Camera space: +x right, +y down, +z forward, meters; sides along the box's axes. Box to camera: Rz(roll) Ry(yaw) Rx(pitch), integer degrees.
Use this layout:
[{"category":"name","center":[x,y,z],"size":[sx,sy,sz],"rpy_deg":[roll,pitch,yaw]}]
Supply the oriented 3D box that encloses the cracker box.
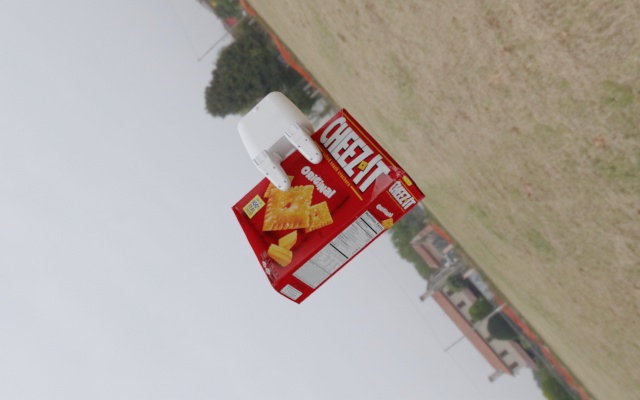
[{"category":"cracker box","center":[0.000,0.002,0.628],"size":[0.072,0.214,0.164],"rpy_deg":[41,10,-46]}]
